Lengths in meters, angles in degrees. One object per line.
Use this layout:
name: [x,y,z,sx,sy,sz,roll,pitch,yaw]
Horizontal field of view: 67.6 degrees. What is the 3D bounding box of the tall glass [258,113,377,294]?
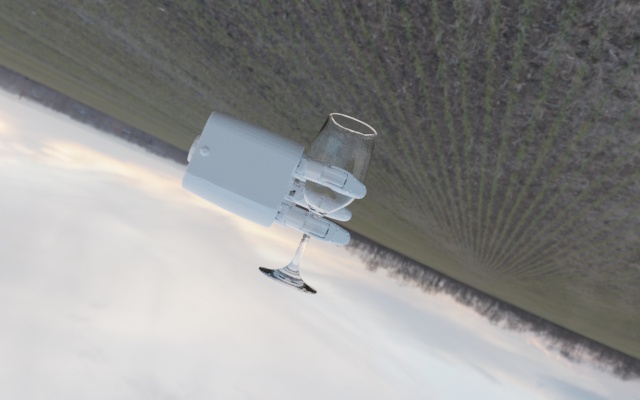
tall glass: [0.000,0.003,0.559,0.079,0.201,0.079,23,-2,1]
